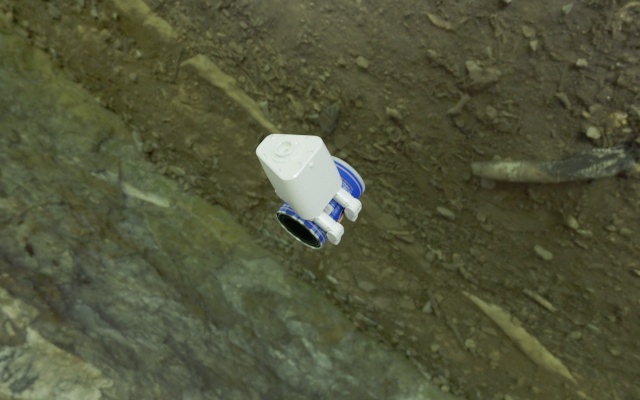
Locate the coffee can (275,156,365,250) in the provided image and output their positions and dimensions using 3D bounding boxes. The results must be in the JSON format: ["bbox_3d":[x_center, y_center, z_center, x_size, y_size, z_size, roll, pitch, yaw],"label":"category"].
[{"bbox_3d":[0.000,0.003,0.867,0.103,0.140,0.103,33,-21,14],"label":"coffee can"}]
